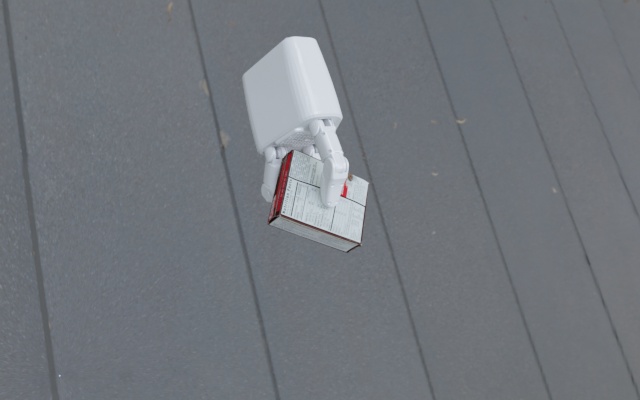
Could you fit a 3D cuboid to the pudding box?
[{"bbox_3d":[0.000,0.002,0.569,0.113,0.090,0.039,21,-28,-20],"label":"pudding box"}]
